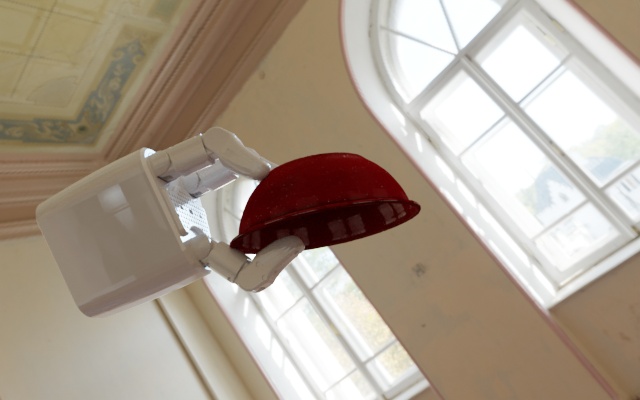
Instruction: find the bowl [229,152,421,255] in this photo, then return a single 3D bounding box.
[{"bbox_3d":[0.001,0.001,0.407,0.162,0.055,0.162,-10,-14,-3],"label":"bowl"}]
